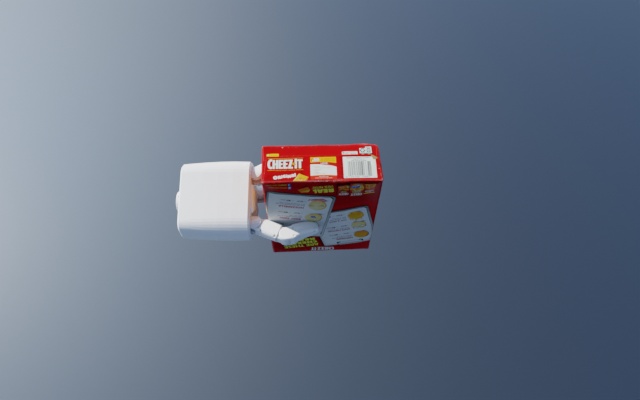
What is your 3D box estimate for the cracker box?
[{"bbox_3d":[0.000,0.002,0.731,0.164,0.072,0.214,-2,-31,-1],"label":"cracker box"}]
